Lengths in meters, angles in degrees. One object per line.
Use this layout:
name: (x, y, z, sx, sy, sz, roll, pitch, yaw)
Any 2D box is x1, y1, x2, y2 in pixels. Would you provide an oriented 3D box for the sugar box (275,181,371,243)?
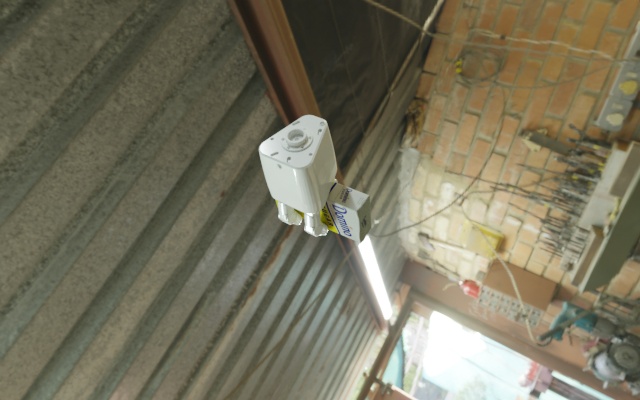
sugar box: (0.000, 0.003, 0.820, 0.176, 0.048, 0.093, 24, -31, 25)
